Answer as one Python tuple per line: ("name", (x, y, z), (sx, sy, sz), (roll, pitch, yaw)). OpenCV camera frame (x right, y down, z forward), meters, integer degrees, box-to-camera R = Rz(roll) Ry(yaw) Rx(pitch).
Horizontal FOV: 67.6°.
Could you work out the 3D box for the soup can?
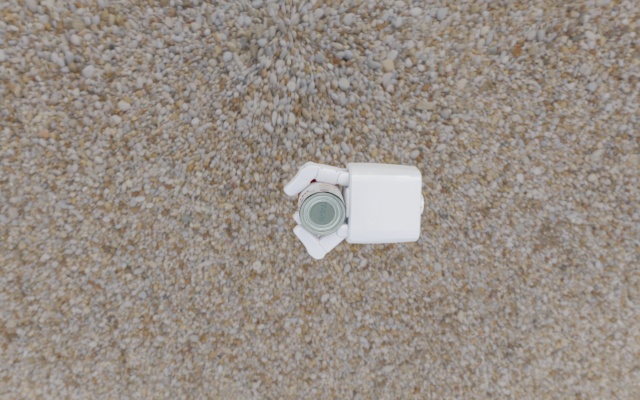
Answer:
("soup can", (0.000, 0.002, 0.710), (0.068, 0.068, 0.102), (0, 20, -4))
